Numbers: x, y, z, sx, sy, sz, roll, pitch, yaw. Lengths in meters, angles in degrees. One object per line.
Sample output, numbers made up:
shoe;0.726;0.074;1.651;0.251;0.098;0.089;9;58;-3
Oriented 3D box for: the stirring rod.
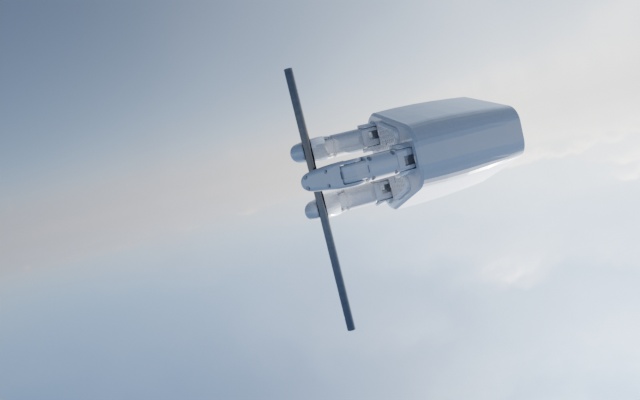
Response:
stirring rod;0.000;0.001;0.427;0.011;0.239;0.011;-14;5;1
